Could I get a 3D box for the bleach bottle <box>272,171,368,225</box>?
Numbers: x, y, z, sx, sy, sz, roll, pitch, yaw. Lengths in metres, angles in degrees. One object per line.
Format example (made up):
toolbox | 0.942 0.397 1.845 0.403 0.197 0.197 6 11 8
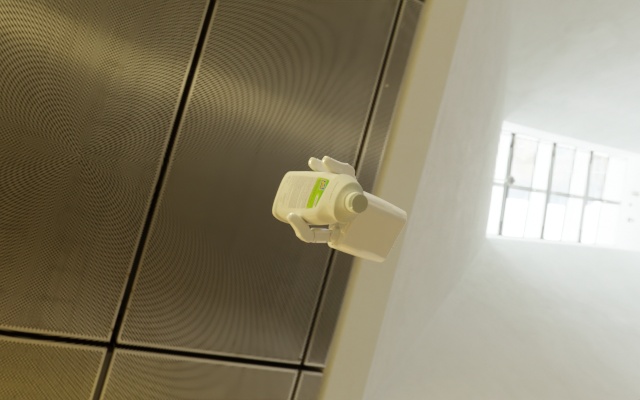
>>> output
bleach bottle | 0.000 0.003 0.811 0.068 0.102 0.251 20 -4 -26
